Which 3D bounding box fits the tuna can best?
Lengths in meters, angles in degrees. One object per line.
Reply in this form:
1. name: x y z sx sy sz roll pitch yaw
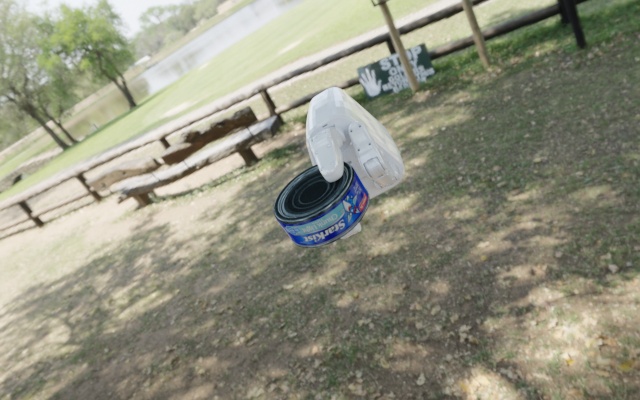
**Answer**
1. tuna can: 0.000 0.001 0.442 0.086 0.034 0.086 -24 32 16
